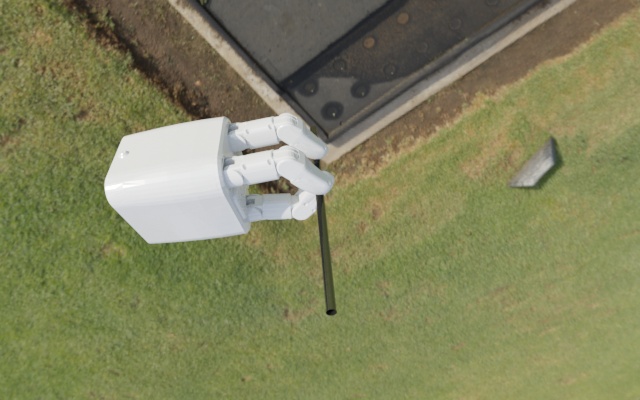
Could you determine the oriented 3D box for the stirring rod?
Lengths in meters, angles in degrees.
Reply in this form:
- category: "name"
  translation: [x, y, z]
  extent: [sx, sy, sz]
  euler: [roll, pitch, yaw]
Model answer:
- category: "stirring rod"
  translation: [0.000, 0.001, 0.437]
  extent: [0.011, 0.011, 0.239]
  euler: [0, 42, -5]
